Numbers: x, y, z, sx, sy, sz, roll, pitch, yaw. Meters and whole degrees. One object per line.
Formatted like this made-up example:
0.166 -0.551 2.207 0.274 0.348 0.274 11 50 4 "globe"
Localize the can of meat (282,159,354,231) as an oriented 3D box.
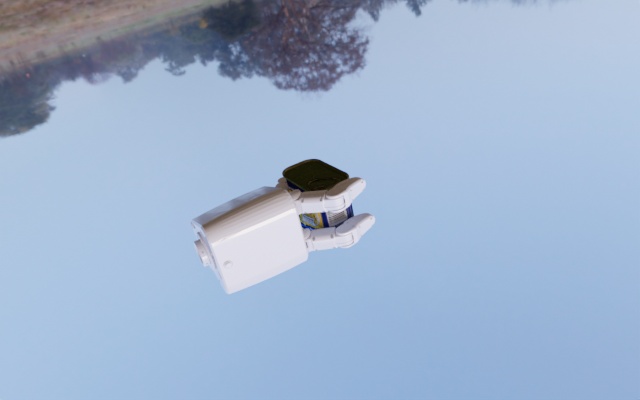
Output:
0.000 0.002 0.624 0.057 0.084 0.102 -25 30 -23 "can of meat"
